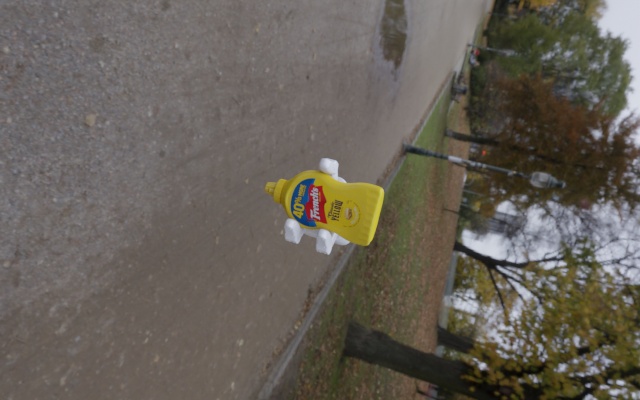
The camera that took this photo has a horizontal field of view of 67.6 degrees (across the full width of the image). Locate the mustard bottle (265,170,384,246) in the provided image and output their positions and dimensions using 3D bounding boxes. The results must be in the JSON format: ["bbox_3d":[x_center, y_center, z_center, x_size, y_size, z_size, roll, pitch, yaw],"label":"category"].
[{"bbox_3d":[0.000,0.003,0.776,0.191,0.096,0.058,15,15,13],"label":"mustard bottle"}]
